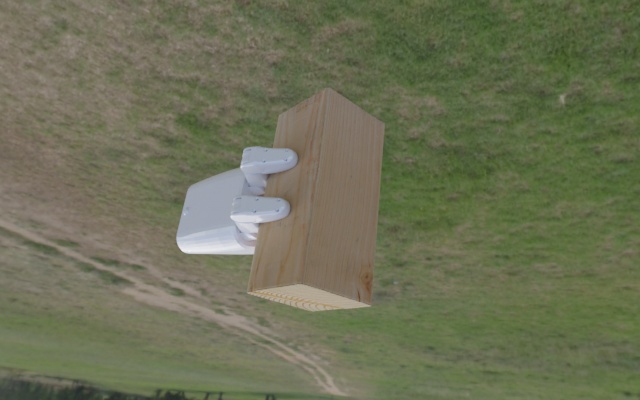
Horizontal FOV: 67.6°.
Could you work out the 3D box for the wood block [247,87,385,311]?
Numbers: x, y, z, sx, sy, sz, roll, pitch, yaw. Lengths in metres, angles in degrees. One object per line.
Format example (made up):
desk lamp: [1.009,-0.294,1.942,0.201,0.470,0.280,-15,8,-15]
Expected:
wood block: [0.000,0.002,0.500,0.091,0.206,0.090,25,-29,-36]
